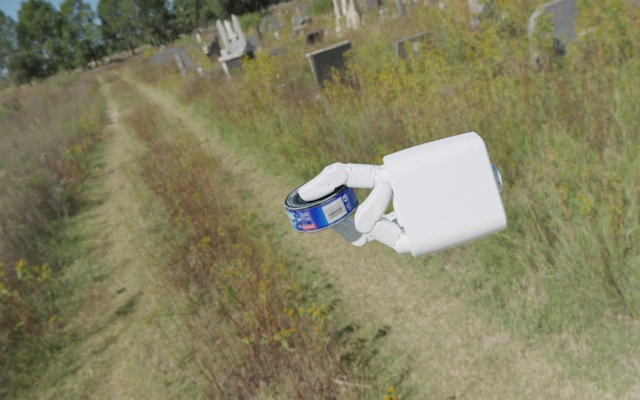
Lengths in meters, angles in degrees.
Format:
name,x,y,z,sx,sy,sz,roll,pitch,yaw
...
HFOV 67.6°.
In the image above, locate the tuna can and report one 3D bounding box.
name,x,y,z,sx,sy,sz,roll,pitch,yaw
tuna can,0.000,0.001,0.572,0.086,0.034,0.086,-20,22,9
